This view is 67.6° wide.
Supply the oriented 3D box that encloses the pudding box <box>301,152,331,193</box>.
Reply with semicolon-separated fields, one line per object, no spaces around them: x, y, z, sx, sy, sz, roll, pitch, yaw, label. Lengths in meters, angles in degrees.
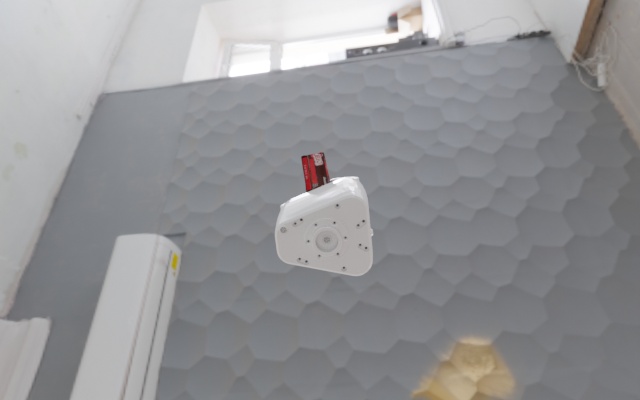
0.000;0.002;0.679;0.039;0.114;0.090;-7;39;-1;pudding box
